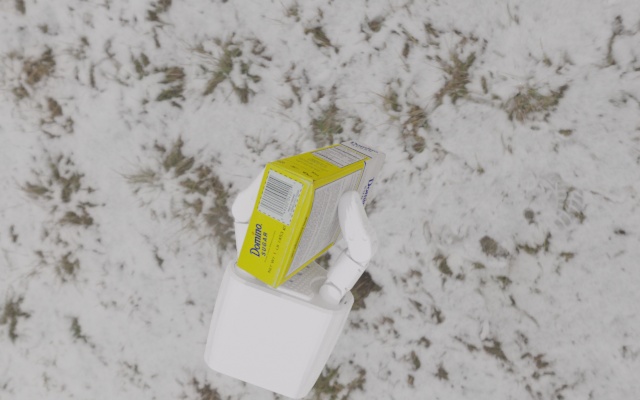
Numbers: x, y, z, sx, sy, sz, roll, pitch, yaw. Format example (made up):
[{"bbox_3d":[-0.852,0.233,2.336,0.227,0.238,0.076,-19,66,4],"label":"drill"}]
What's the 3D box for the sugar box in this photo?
[{"bbox_3d":[-0.001,0.001,0.428,0.048,0.093,0.176,26,21,15],"label":"sugar box"}]
